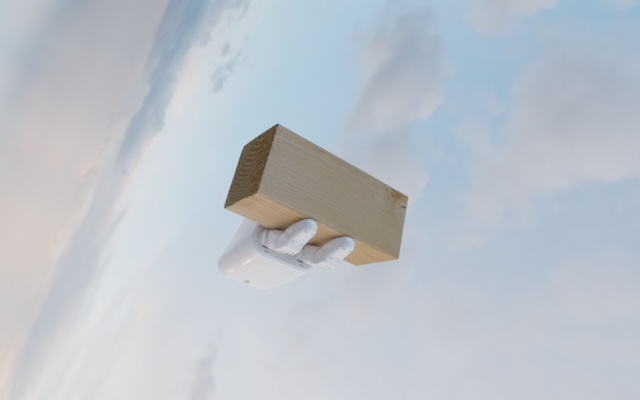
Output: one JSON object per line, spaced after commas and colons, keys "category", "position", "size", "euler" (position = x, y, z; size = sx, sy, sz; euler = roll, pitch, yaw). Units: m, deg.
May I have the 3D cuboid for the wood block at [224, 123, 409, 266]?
{"category": "wood block", "position": [0.000, 0.002, 0.594], "size": [0.206, 0.090, 0.090], "euler": [26, -27, -28]}
